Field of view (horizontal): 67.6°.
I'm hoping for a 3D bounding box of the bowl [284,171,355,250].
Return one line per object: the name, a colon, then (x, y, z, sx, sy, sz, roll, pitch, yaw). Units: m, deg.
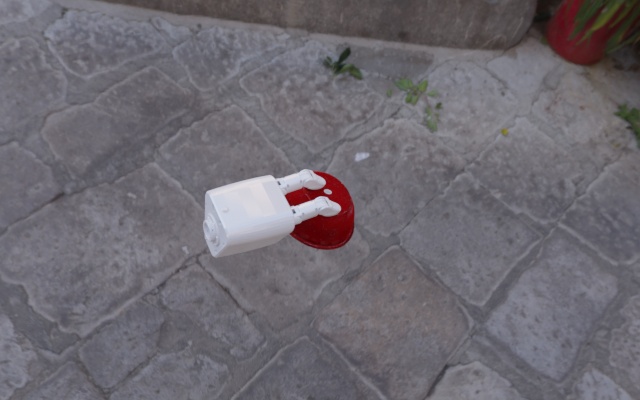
bowl: (0.001, 0.002, 0.818, 0.162, 0.162, 0.055, 0, -37, -35)
